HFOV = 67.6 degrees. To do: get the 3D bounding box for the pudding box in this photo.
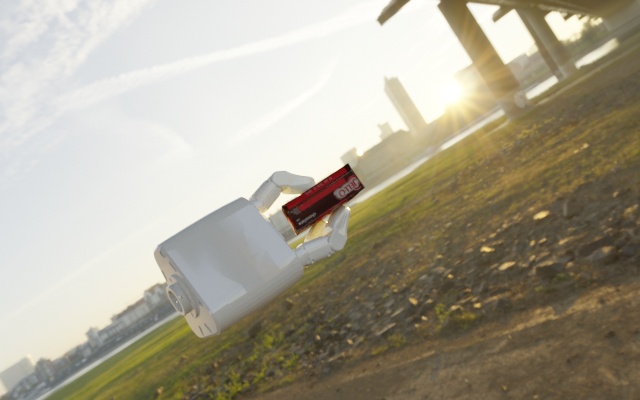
[{"bbox_3d":[0.000,0.002,0.567,0.090,0.039,0.113,-32,-1,-6],"label":"pudding box"}]
